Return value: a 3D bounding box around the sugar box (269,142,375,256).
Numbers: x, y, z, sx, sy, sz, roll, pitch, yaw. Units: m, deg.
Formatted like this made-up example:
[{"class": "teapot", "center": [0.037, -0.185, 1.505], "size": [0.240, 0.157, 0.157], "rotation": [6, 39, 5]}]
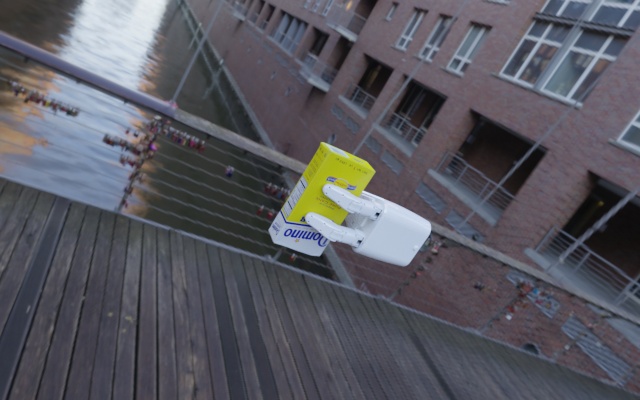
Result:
[{"class": "sugar box", "center": [0.000, 0.003, 0.762], "size": [0.093, 0.176, 0.048], "rotation": [21, 18, -29]}]
